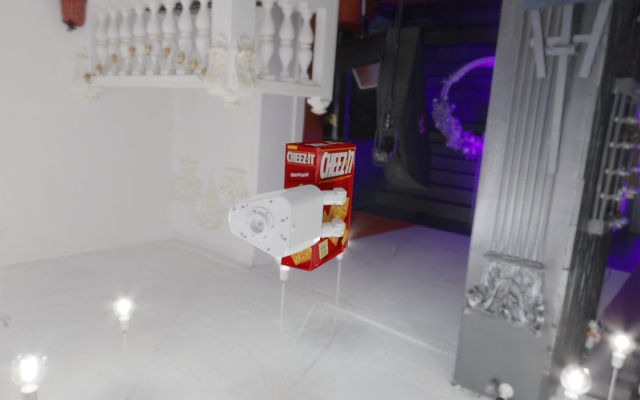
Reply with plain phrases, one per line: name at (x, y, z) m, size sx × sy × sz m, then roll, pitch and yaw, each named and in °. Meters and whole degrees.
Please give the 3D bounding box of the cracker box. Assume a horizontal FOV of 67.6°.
cracker box at (0.000, 0.003, 0.869) m, size 0.072 × 0.214 × 0.164 m, roll 9°, pitch 12°, yaw 25°
